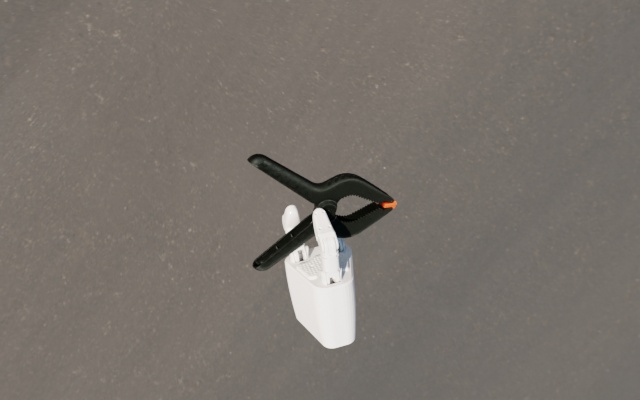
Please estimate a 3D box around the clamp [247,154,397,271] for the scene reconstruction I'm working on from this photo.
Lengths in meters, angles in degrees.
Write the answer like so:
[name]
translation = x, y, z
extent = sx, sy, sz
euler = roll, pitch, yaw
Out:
[clamp]
translation = 0.001, 0.003, 0.644
extent = 0.210, 0.165, 0.036
euler = -12, 26, -12
